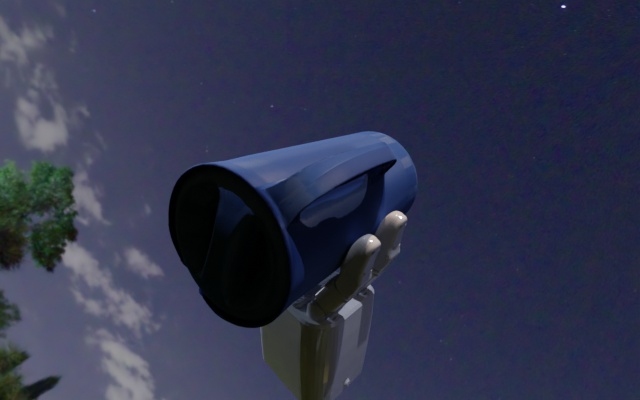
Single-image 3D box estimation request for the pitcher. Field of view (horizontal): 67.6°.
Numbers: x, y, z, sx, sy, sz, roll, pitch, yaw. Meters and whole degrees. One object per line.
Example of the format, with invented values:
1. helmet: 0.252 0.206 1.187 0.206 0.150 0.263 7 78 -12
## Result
1. pitcher: 0.000 0.002 0.444 0.149 0.145 0.242 17 26 33
